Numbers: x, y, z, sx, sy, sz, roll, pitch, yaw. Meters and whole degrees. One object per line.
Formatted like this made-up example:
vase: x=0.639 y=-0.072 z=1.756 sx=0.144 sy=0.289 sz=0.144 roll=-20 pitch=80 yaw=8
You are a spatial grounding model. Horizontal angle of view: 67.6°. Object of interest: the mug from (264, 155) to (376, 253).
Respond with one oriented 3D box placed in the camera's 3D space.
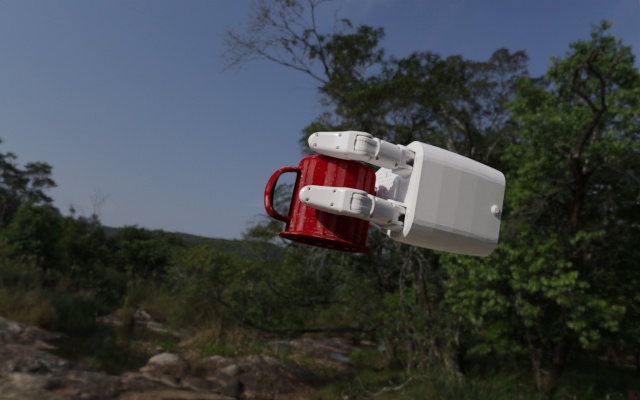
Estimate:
mug: x=-0.001 y=0.001 z=0.478 sx=0.117 sy=0.081 sz=0.093 roll=15 pitch=-11 yaw=-20
